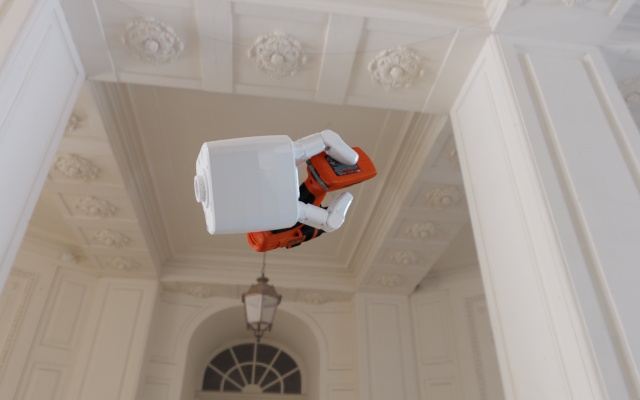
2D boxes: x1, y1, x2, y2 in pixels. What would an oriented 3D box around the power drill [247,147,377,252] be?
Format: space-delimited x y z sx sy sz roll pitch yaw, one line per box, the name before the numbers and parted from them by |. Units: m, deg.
power drill | 0.000 0.002 0.708 0.184 0.057 0.188 -15 -27 -46
